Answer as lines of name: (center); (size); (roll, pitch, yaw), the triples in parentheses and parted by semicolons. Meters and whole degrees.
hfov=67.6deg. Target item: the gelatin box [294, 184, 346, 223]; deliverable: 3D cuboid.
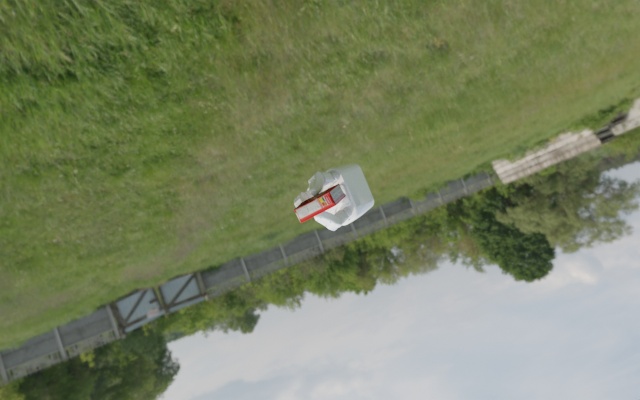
gelatin box: (0.000, 0.003, 0.860); (0.073, 0.030, 0.089); (-27, 5, 18)
